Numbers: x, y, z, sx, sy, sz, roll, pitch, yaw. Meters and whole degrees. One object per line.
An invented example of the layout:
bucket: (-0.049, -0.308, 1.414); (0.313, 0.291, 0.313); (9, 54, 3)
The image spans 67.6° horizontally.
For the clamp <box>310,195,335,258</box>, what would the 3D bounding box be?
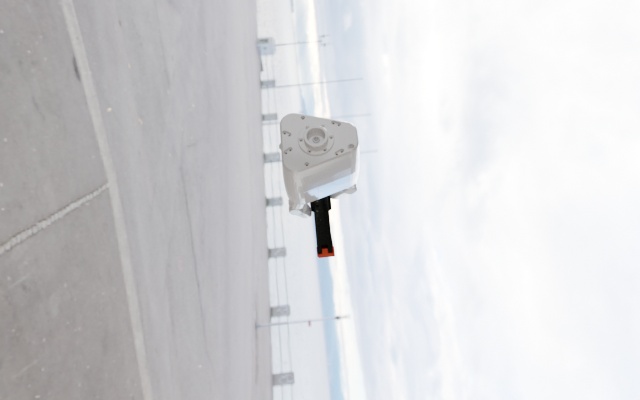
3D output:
clamp: (0.001, 0.003, 0.826); (0.036, 0.210, 0.165); (-6, -22, 0)
